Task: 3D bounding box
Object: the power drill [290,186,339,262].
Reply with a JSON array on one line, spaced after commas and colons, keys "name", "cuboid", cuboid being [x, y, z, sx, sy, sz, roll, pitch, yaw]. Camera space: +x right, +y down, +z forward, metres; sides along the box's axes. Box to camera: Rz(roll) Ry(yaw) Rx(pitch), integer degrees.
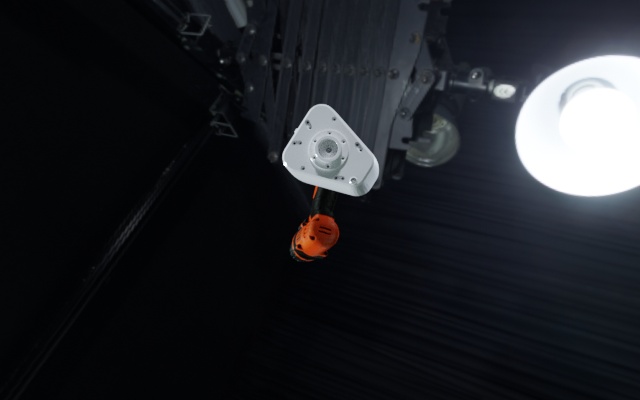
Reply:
[{"name": "power drill", "cuboid": [0.000, 0.002, 0.756, 0.057, 0.187, 0.184, 15, -17, -11]}]
